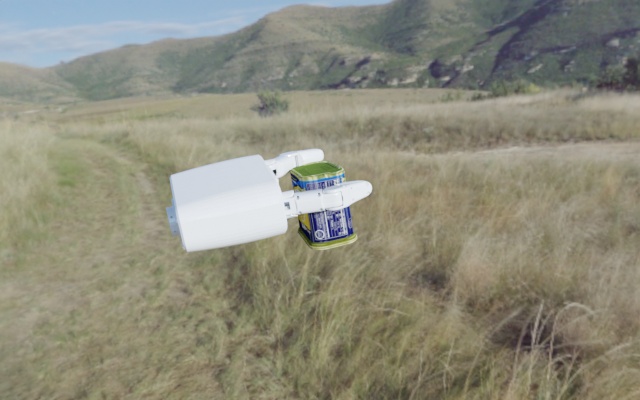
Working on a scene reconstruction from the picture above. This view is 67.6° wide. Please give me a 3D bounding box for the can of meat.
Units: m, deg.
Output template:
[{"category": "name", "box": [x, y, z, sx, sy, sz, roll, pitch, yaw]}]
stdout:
[{"category": "can of meat", "box": [0.000, 0.002, 0.565, 0.057, 0.084, 0.102, -12, 13, -11]}]
